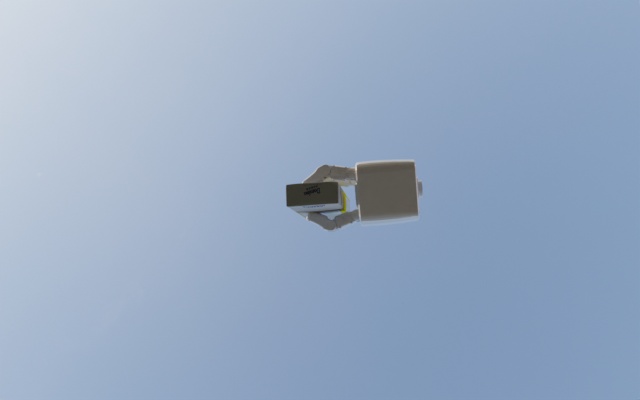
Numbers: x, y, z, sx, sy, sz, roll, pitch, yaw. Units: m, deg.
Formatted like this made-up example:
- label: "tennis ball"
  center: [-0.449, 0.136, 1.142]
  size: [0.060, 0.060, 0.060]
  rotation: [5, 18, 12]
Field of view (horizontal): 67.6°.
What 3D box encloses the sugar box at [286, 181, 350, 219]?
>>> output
- label: "sugar box"
  center: [0.000, 0.002, 0.889]
  size: [0.093, 0.048, 0.176]
  rotation: [-4, -13, 9]
